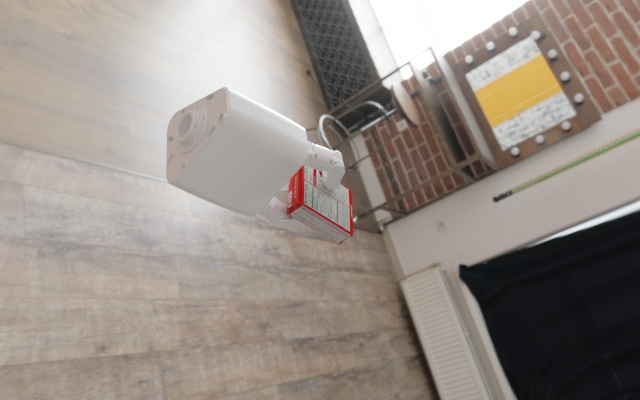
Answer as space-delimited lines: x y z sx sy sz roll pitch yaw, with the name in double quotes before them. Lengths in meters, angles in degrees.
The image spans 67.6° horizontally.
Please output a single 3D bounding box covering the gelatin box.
"gelatin box" 0.001 0.002 0.587 0.089 0.073 0.030 31 -50 -31
